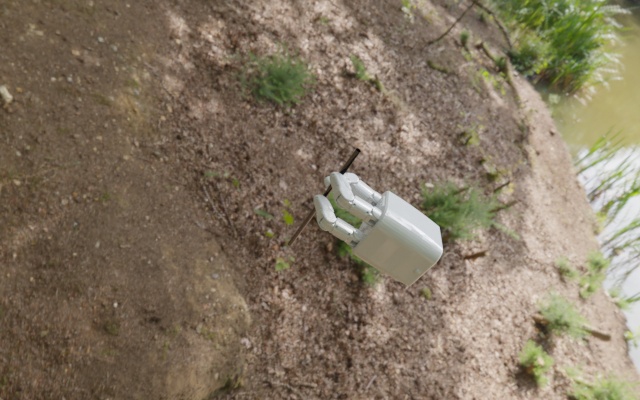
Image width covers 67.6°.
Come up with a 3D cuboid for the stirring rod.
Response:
[{"bbox_3d":[0.000,0.003,0.760,0.011,0.011,0.240,0,-38,-35],"label":"stirring rod"}]
